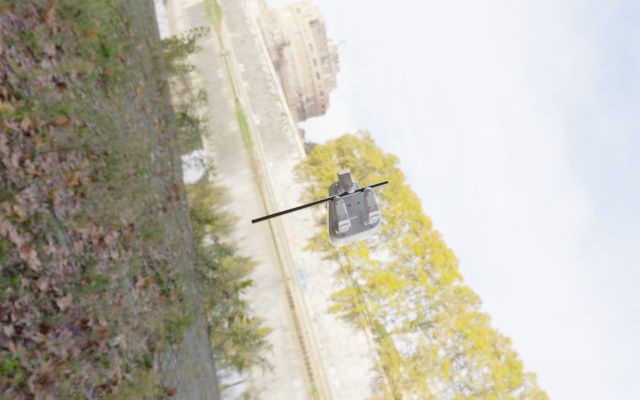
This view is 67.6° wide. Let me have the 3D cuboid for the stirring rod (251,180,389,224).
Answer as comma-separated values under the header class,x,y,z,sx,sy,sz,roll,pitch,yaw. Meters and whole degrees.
class,x,y,z,sx,sy,sz,roll,pitch,yaw
stirring rod,0.000,0.003,0.807,0.239,0.011,0.011,-16,1,-5
